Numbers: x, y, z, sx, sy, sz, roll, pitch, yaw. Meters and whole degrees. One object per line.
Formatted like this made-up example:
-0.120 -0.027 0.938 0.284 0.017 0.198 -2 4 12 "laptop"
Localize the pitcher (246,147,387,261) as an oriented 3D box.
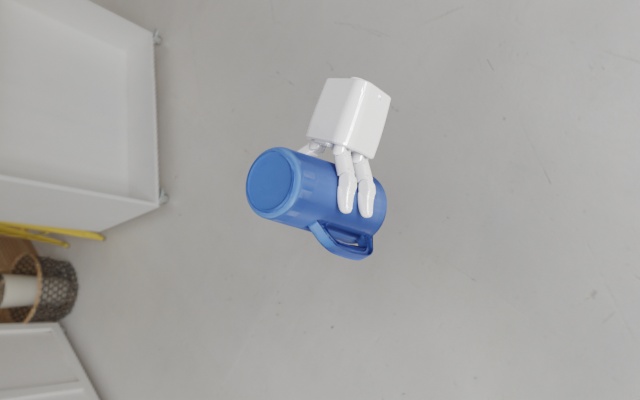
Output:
0.000 0.002 0.777 0.149 0.145 0.243 22 3 37 "pitcher"
